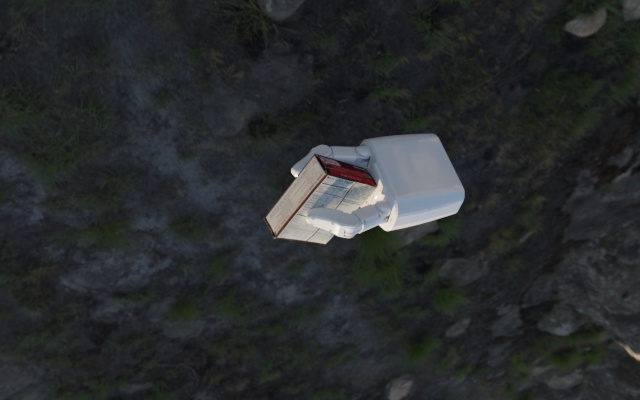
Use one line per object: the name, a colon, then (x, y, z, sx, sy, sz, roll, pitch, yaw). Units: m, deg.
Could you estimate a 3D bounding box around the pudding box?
pudding box: (0.000, 0.002, 0.577, 0.090, 0.113, 0.039, 13, 36, -43)
